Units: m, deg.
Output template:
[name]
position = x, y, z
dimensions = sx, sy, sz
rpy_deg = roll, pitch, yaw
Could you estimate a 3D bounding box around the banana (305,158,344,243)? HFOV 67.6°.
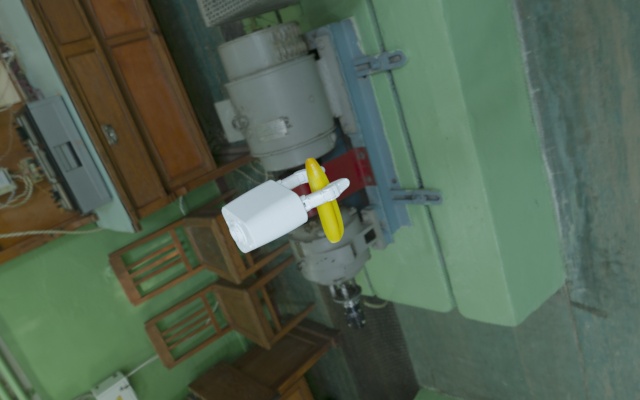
[banana]
position = 0.010, 0.015, 0.876
dimensions = 0.037, 0.198, 0.069
rpy_deg = -28, 41, -14
